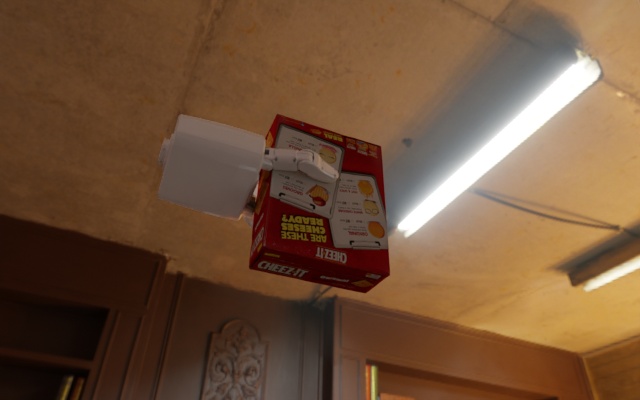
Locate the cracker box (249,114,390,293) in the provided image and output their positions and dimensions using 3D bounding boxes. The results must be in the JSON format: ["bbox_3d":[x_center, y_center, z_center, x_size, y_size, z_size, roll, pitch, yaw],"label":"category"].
[{"bbox_3d":[0.000,0.002,0.636,0.164,0.213,0.072,15,-38,-18],"label":"cracker box"}]
